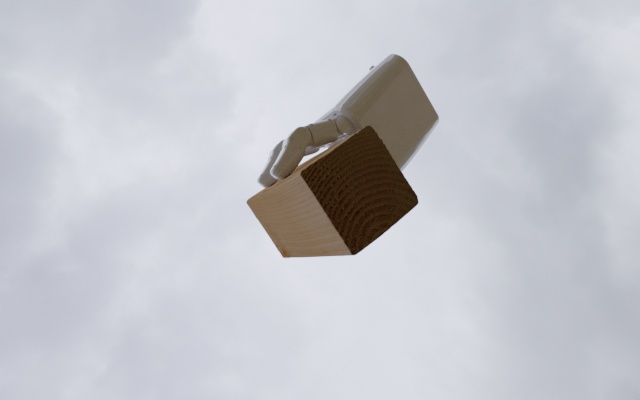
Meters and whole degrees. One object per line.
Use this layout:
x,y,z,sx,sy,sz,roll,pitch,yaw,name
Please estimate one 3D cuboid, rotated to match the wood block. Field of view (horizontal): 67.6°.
0.001,0.002,0.524,0.090,0.091,0.206,-36,7,-22,wood block
